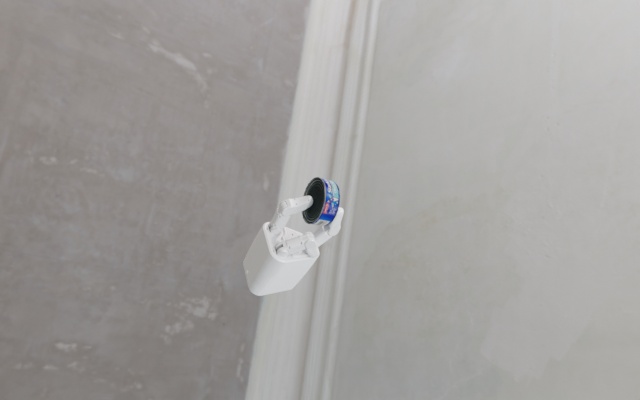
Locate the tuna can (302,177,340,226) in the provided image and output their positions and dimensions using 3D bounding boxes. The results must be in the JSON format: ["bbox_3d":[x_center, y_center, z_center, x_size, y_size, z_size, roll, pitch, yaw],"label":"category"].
[{"bbox_3d":[0.001,0.003,0.862,0.034,0.086,0.086,12,-6,-28],"label":"tuna can"}]
